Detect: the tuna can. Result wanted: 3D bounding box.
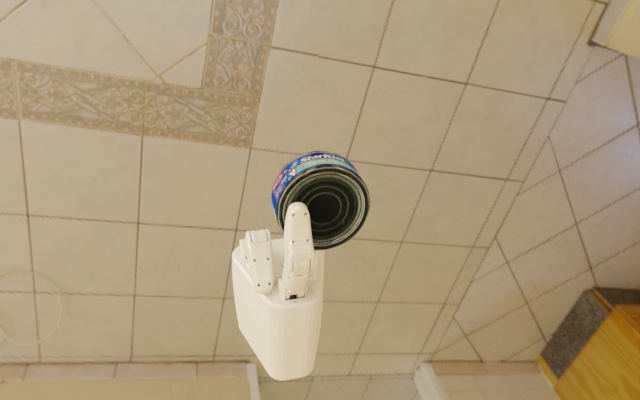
[{"bbox_3d":[0.000,0.002,0.427,0.086,0.086,0.033,0,27,-14],"label":"tuna can"}]
